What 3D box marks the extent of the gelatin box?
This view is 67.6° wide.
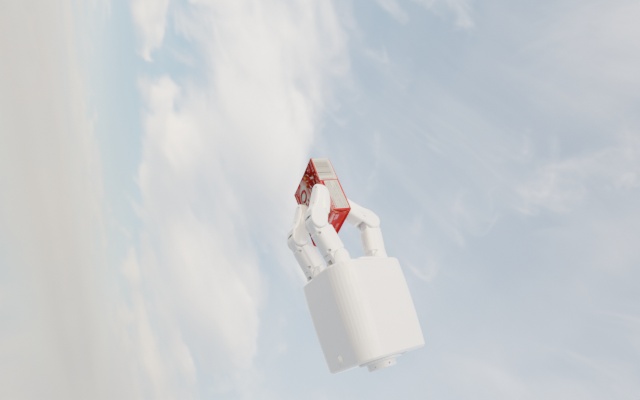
[{"bbox_3d":[0.000,0.002,0.605,0.030,0.089,0.073,-2,-39,-26],"label":"gelatin box"}]
